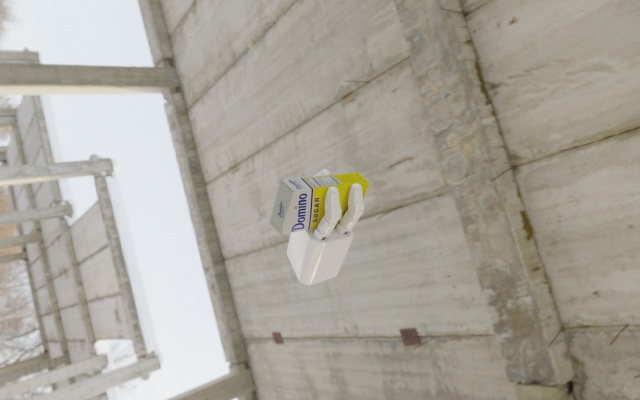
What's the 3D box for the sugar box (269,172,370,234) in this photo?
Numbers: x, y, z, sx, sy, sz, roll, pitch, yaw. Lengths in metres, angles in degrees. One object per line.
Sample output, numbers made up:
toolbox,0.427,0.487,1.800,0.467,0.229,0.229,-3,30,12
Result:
sugar box,0.001,0.003,0.857,0.176,0.093,0.048,-11,40,-39
